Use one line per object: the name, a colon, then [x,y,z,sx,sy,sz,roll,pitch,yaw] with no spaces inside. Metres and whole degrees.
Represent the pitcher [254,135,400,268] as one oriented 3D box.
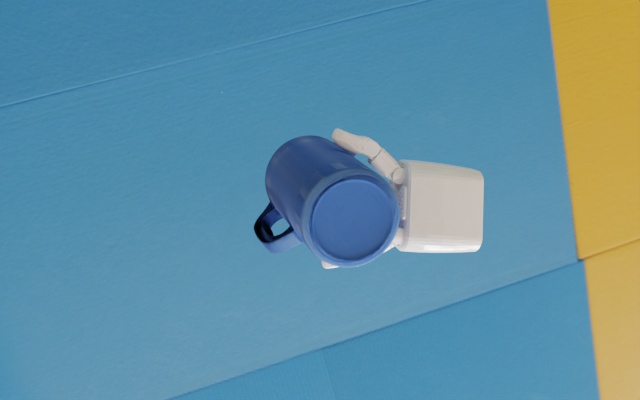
pitcher: [0.000,0.002,0.601,0.145,0.149,0.242,5,11,-13]
